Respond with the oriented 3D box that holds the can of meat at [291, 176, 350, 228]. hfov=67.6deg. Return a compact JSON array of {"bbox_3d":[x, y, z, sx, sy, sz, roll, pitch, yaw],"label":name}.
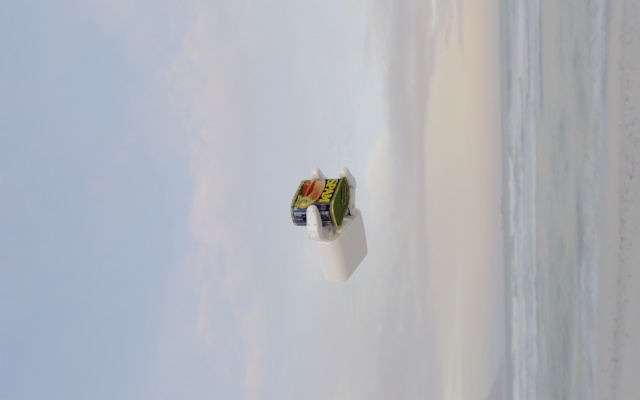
[{"bbox_3d":[0.000,0.003,0.868,0.084,0.057,0.102,-2,37,21],"label":"can of meat"}]
